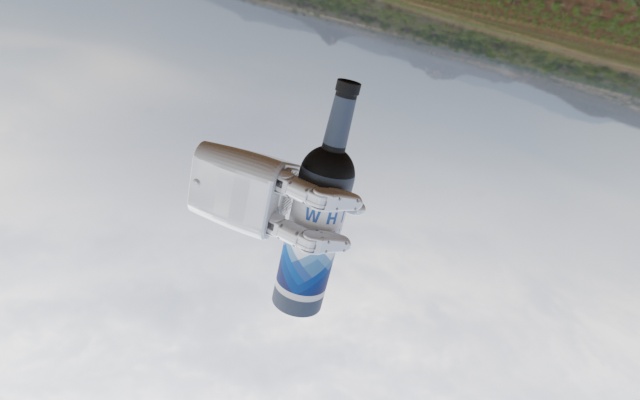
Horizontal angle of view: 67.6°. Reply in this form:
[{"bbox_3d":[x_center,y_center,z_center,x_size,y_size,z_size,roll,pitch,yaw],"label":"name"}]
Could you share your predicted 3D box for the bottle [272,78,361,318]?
[{"bbox_3d":[0.000,0.002,0.579,0.069,0.296,0.069,12,22,-5],"label":"bottle"}]
